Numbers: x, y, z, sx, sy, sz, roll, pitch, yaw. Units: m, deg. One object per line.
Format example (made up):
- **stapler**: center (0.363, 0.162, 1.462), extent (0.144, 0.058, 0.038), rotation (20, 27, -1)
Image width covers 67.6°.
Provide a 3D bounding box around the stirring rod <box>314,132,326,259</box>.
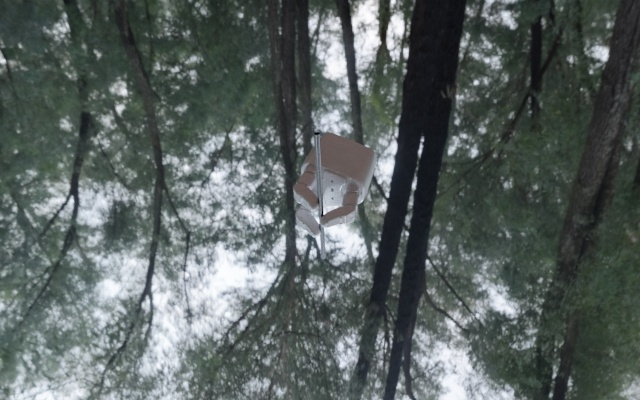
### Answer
- **stirring rod**: center (0.000, 0.002, 0.726), extent (0.011, 0.240, 0.011), rotation (-2, 39, 1)
